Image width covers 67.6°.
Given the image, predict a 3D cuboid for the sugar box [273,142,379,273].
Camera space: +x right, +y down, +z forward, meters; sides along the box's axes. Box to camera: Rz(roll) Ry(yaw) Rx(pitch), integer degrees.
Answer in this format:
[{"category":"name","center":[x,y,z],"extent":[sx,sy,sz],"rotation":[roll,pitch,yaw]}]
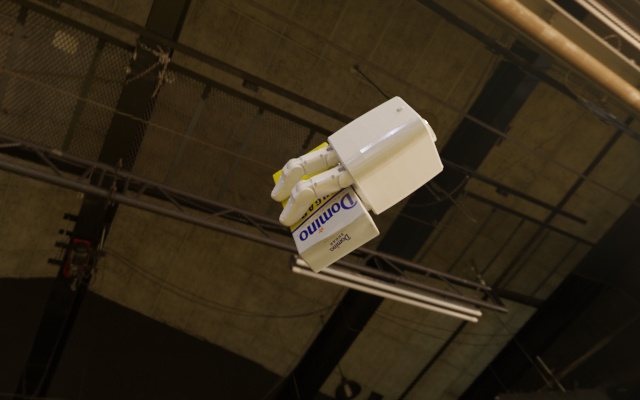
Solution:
[{"category":"sugar box","center":[0.000,0.002,0.616],"extent":[0.093,0.048,0.176],"rotation":[-33,35,5]}]
